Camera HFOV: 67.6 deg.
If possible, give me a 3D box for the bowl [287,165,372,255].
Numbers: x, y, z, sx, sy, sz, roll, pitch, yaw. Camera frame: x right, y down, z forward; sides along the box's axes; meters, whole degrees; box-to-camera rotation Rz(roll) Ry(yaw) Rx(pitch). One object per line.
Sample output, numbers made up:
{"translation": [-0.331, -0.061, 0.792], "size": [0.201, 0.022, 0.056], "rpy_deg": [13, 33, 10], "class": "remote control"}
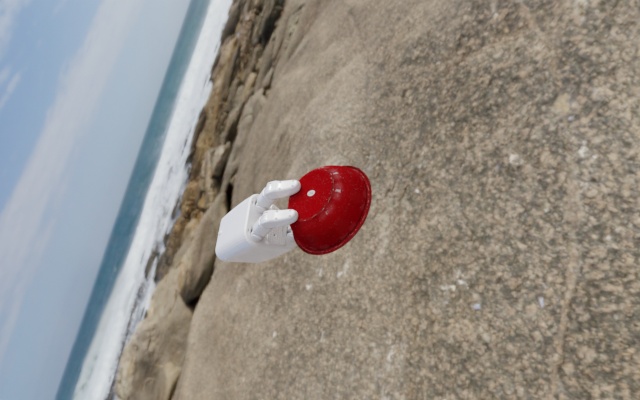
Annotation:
{"translation": [0.001, 0.002, 0.757], "size": [0.162, 0.162, 0.055], "rpy_deg": [0, -27, 43], "class": "bowl"}
